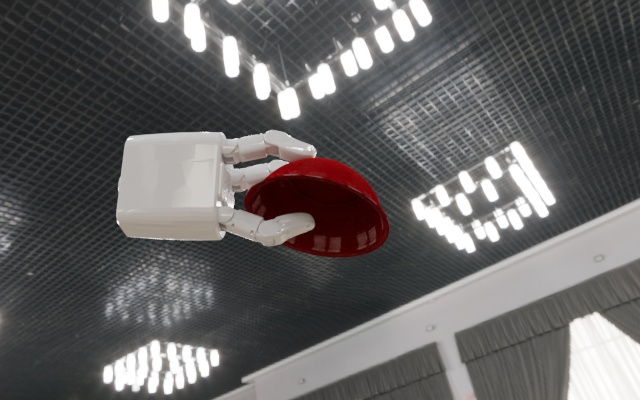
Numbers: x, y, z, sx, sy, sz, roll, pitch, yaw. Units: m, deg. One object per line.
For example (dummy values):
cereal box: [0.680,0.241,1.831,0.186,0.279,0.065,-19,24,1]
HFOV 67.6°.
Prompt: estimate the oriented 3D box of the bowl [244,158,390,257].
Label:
bowl: [0.001,0.002,0.535,0.162,0.055,0.162,10,-33,7]
